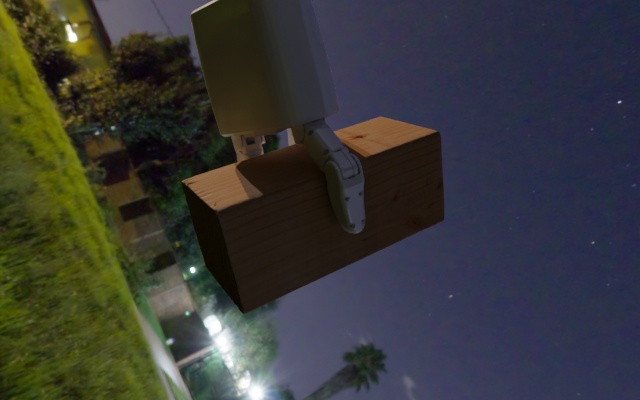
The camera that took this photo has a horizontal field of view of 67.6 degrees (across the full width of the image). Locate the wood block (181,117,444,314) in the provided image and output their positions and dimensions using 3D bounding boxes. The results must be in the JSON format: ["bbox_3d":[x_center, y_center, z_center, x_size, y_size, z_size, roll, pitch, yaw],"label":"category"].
[{"bbox_3d":[0.000,0.001,0.419,0.206,0.090,0.090,-21,28,-24],"label":"wood block"}]
